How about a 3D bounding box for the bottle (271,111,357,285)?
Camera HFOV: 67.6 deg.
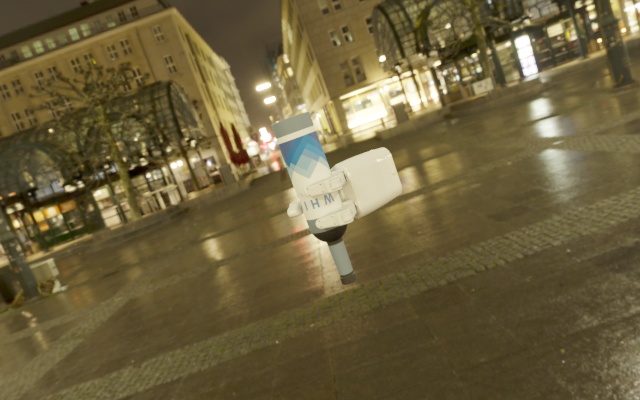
[{"bbox_3d":[0.000,0.002,0.799,0.069,0.296,0.069,-20,9,3],"label":"bottle"}]
